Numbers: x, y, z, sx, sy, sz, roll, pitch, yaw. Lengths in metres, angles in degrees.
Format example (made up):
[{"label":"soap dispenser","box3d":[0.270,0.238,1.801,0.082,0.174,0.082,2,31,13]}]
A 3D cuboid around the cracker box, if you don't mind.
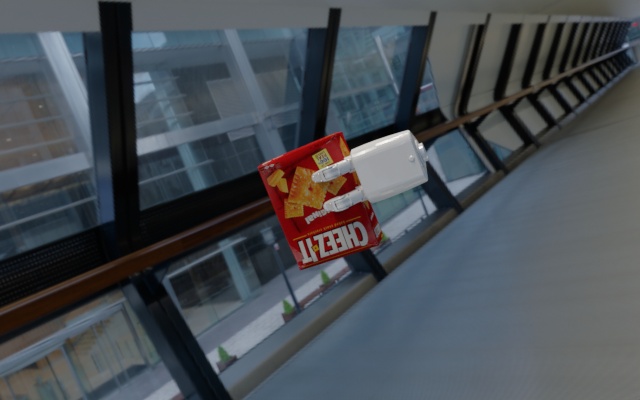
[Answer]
[{"label":"cracker box","box3d":[0.000,0.003,0.882,0.164,0.214,0.072,-20,5,19]}]
